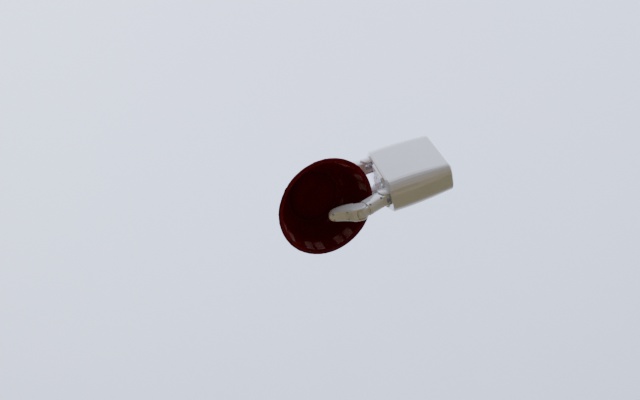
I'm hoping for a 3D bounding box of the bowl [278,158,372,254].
[{"bbox_3d":[-0.001,0.003,0.762,0.162,0.162,0.055,0,21,-28],"label":"bowl"}]
